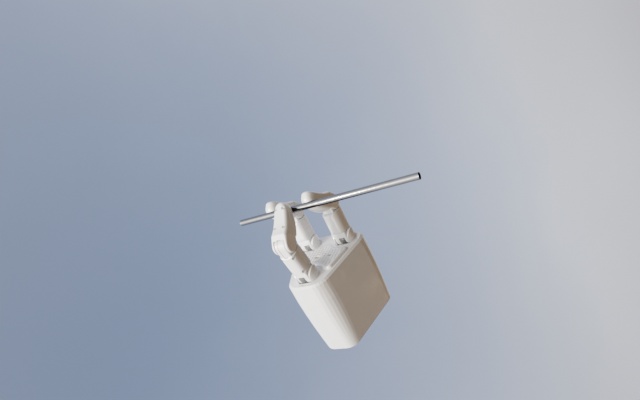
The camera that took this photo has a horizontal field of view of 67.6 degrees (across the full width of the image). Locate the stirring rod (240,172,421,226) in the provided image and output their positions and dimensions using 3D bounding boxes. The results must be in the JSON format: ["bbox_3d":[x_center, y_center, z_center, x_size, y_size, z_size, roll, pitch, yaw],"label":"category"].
[{"bbox_3d":[0.000,0.002,0.542,0.239,0.011,0.011,-15,-8,31],"label":"stirring rod"}]
